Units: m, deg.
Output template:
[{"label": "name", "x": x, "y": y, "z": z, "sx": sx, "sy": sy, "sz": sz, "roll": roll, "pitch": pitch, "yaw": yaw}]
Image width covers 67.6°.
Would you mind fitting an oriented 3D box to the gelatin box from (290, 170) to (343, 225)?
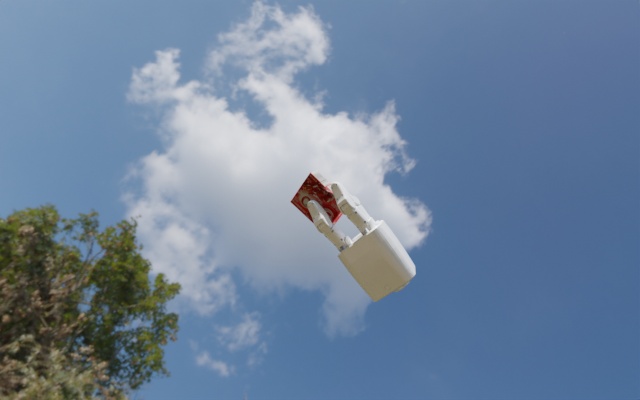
[{"label": "gelatin box", "x": 0.000, "y": 0.002, "z": 0.847, "sx": 0.089, "sy": 0.073, "sz": 0.030, "roll": 43, "pitch": 30, "yaw": 13}]
